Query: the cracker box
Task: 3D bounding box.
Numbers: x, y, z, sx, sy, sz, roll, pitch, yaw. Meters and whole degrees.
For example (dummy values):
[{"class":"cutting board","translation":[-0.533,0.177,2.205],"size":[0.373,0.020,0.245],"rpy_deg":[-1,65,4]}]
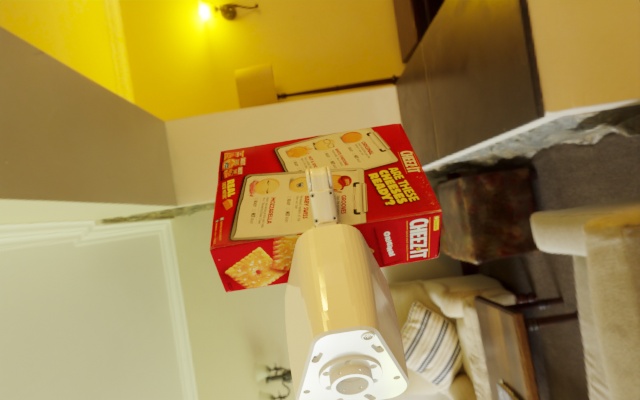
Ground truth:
[{"class":"cracker box","translation":[0.000,0.002,0.507],"size":[0.214,0.072,0.164],"rpy_deg":[-9,39,0]}]
